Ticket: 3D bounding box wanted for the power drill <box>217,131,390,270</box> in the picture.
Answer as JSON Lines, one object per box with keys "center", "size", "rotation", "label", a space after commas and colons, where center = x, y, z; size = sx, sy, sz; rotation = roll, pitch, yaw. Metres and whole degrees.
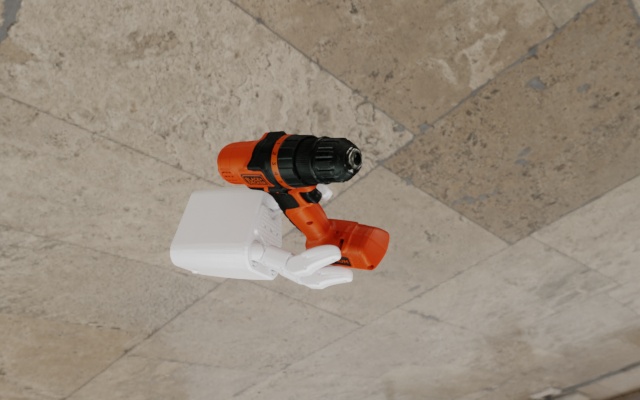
{"center": [0.000, 0.002, 0.511], "size": [0.184, 0.057, 0.188], "rotation": [5, -35, 44], "label": "power drill"}
